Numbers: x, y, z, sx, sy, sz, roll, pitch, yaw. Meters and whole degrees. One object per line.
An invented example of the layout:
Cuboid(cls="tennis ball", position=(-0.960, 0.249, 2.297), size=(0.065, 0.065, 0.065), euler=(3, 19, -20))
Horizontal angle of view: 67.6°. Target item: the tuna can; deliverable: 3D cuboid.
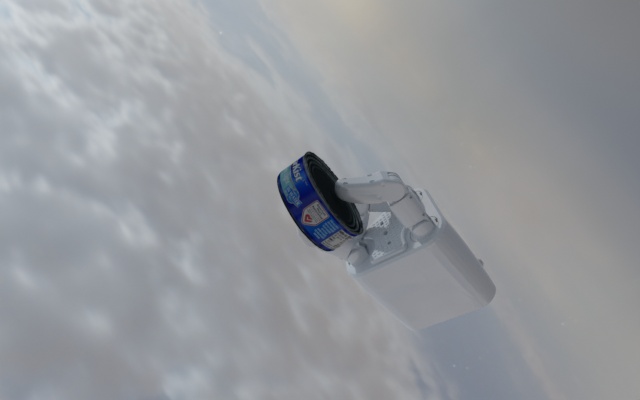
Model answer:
Cuboid(cls="tuna can", position=(0.000, 0.002, 0.420), size=(0.034, 0.086, 0.086), euler=(-34, -10, 15))
